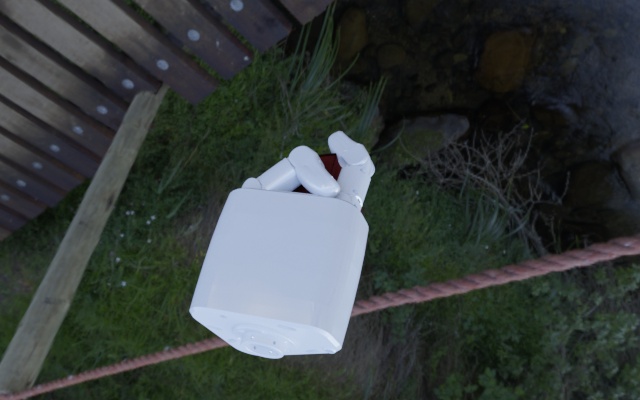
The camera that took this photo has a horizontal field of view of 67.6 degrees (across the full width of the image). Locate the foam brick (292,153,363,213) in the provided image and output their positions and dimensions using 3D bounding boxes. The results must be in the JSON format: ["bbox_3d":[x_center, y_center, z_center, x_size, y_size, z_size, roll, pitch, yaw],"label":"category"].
[{"bbox_3d":[0.000,0.002,0.445,0.053,0.051,0.078,-4,-38,26],"label":"foam brick"}]
